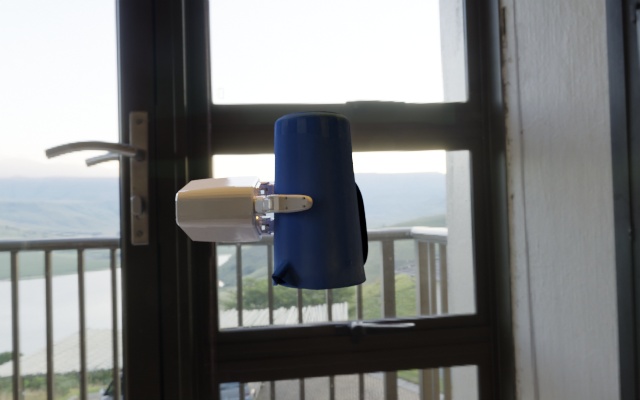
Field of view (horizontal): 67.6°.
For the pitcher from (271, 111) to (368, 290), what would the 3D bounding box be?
[{"bbox_3d":[0.000,0.002,0.689,0.145,0.243,0.149,-2,-1,0],"label":"pitcher"}]
